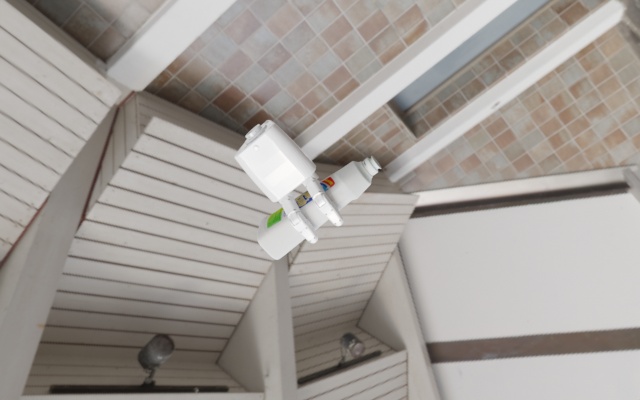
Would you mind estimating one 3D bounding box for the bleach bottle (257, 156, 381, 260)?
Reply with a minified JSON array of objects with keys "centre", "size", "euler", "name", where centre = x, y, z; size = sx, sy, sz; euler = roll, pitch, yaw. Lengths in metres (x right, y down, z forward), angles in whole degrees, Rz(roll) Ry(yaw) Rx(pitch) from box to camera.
[{"centre":[0.000,0.003,0.861],"size":[0.251,0.068,0.102],"euler":[-37,17,16],"name":"bleach bottle"}]
